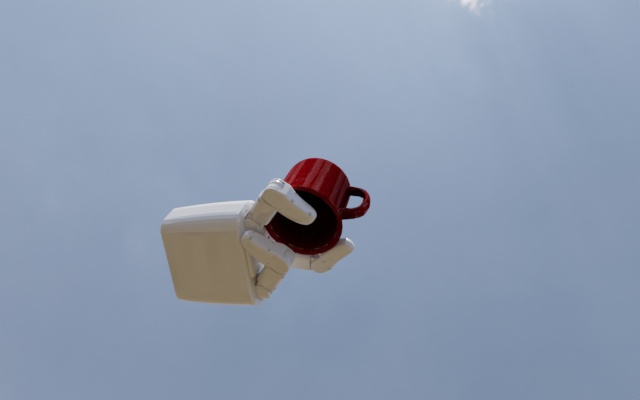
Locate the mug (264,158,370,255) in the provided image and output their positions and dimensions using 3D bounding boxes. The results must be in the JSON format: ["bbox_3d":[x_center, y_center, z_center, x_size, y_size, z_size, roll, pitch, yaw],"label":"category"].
[{"bbox_3d":[0.001,0.002,0.553,0.117,0.093,0.081,-3,31,19],"label":"mug"}]
